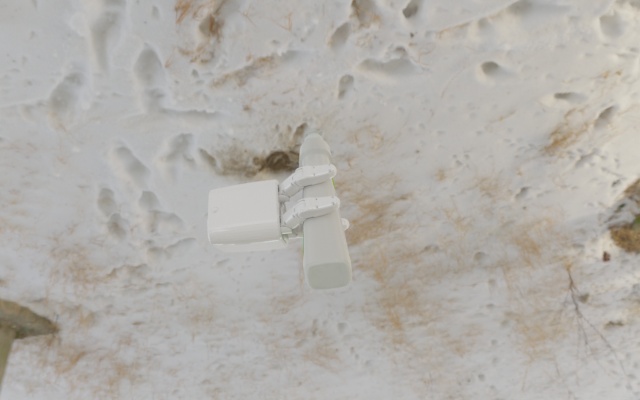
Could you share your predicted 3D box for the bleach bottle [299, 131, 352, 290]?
[{"bbox_3d":[0.000,0.002,0.740,0.068,0.250,0.103,-7,-32,1],"label":"bleach bottle"}]
